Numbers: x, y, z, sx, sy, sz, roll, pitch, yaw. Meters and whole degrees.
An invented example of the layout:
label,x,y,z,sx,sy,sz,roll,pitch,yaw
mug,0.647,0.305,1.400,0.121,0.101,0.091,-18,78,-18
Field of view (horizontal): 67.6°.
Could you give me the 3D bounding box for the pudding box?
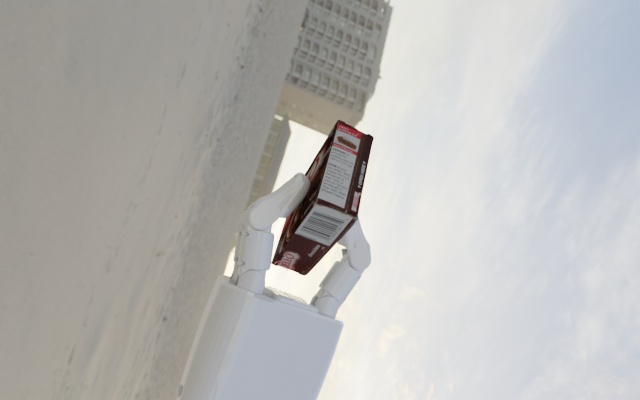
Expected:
label,x,y,z,sx,sy,sz,roll,pitch,yaw
pudding box,0.000,0.001,0.409,0.039,0.090,0.113,23,-37,-12
